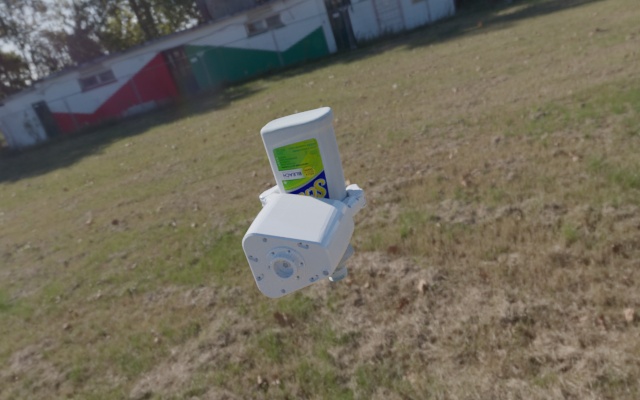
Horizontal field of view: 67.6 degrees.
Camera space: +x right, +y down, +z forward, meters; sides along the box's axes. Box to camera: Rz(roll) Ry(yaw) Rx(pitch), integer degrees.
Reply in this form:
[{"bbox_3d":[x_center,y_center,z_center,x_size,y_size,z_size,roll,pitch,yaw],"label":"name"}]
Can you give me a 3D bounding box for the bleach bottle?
[{"bbox_3d":[0.000,0.002,0.681,0.102,0.251,0.068,-10,22,20],"label":"bleach bottle"}]
